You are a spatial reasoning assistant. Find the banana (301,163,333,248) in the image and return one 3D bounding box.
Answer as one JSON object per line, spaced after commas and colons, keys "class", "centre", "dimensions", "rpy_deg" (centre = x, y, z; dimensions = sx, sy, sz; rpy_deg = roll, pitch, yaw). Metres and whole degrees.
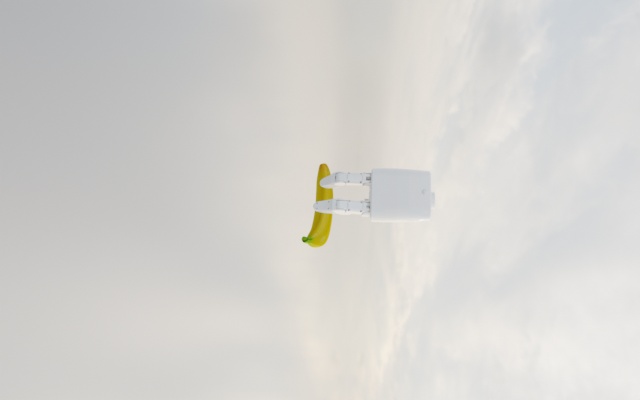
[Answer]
{"class": "banana", "centre": [0.003, 0.018, 0.900], "dimensions": [0.037, 0.197, 0.070], "rpy_deg": [0, -43, 12]}
